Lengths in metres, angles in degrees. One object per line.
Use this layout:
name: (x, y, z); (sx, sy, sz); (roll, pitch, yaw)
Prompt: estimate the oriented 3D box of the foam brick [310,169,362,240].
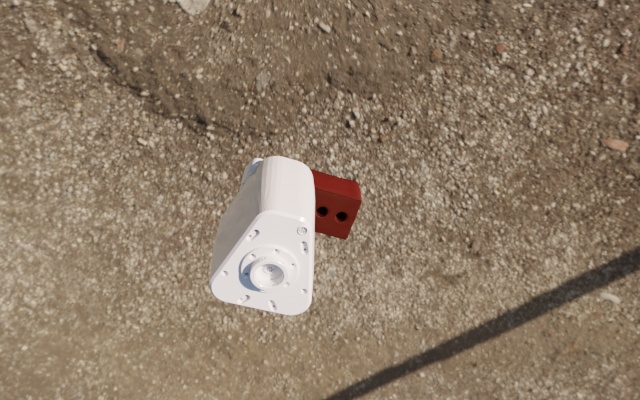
foam brick: (0.000, 0.002, 0.527); (0.078, 0.053, 0.051); (15, 24, -11)
